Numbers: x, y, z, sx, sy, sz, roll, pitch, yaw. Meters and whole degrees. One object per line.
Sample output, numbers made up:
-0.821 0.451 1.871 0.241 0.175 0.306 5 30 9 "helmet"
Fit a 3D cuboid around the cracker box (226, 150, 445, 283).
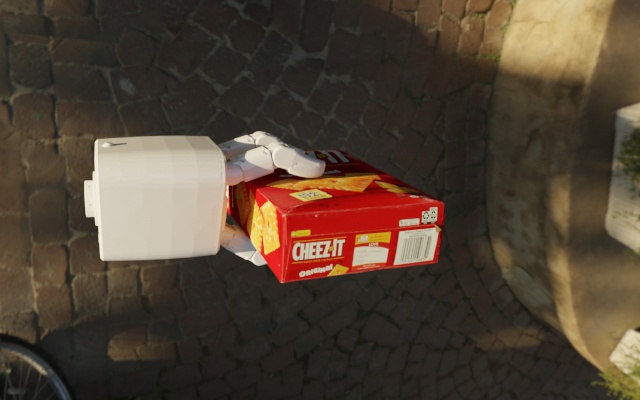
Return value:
0.000 0.002 0.506 0.164 0.072 0.213 -4 20 -24 "cracker box"
